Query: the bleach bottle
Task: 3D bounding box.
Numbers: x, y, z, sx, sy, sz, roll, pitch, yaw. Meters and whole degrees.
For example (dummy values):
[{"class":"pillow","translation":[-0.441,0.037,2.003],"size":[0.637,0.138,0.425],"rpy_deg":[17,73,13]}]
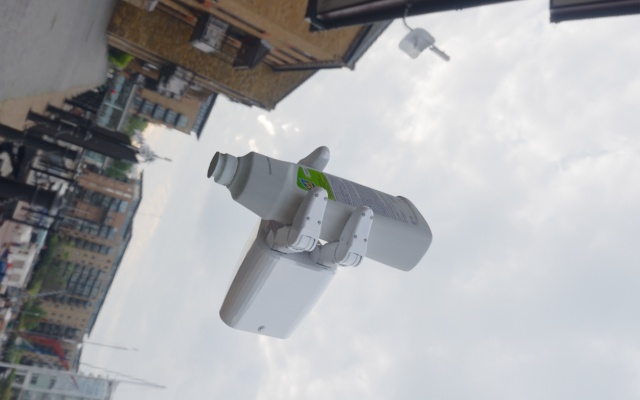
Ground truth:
[{"class":"bleach bottle","translation":[0.000,0.002,0.517],"size":[0.251,0.068,0.102],"rpy_deg":[21,22,-26]}]
